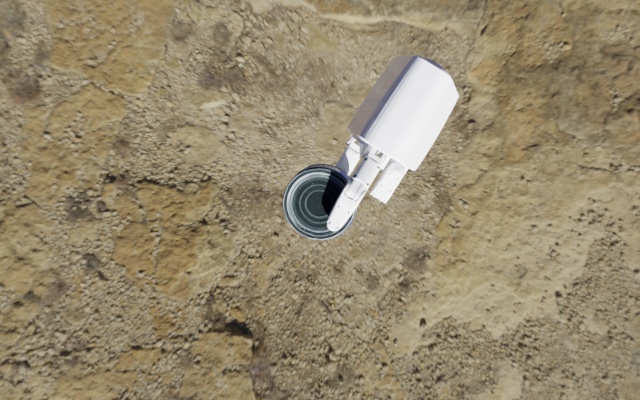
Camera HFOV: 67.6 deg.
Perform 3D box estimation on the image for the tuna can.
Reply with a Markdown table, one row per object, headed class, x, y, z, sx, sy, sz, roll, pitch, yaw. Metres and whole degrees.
| class | x | y | z | sx | sy | sz | roll | pitch | yaw |
| --- | --- | --- | --- | --- | --- | --- | --- | --- | --- |
| tuna can | 0.000 | 0.002 | 0.551 | 0.086 | 0.086 | 0.033 | 0 | 10 | 7 |
